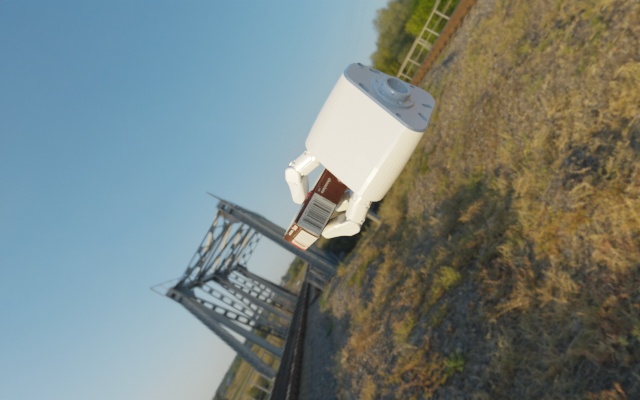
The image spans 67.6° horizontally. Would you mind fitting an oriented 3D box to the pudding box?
[{"bbox_3d":[0.000,0.002,0.611,0.039,0.113,0.090,32,-20,-2],"label":"pudding box"}]
